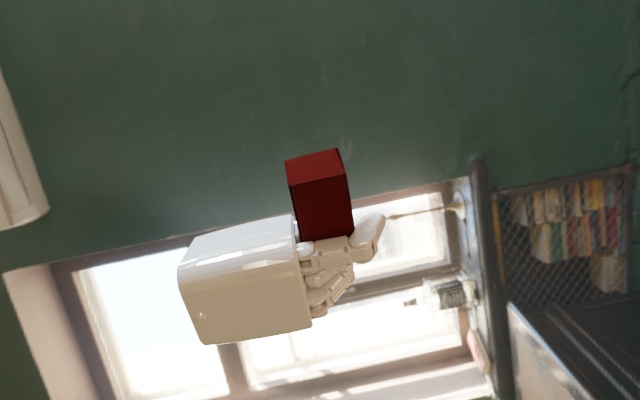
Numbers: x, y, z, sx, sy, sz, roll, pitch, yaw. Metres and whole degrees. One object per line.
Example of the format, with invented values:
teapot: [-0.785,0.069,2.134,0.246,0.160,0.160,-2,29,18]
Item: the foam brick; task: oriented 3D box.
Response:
foam brick: [0.000,0.001,0.435,0.051,0.078,0.053,-11,31,-1]
